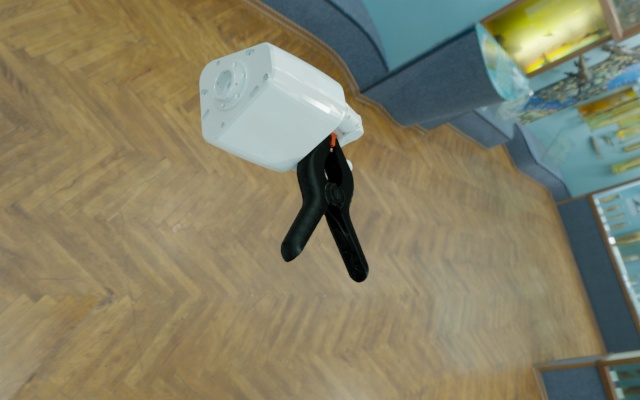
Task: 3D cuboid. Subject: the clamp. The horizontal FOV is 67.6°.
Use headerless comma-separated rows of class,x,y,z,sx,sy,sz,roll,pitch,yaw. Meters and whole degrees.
clamp,0.001,0.001,0.517,0.039,0.171,0.120,-22,-24,33
